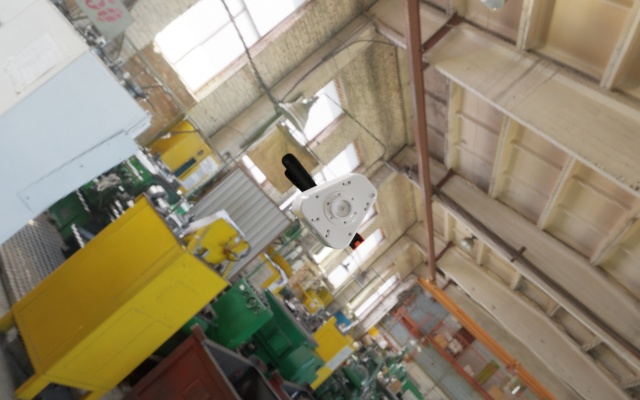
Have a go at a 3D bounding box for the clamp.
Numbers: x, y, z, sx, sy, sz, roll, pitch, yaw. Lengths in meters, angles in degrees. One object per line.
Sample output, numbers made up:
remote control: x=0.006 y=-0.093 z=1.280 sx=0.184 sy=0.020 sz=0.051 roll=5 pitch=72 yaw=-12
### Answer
clamp: x=0.001 y=0.003 z=0.876 sx=0.036 sy=0.210 sz=0.164 roll=-41 pitch=5 yaw=-4
